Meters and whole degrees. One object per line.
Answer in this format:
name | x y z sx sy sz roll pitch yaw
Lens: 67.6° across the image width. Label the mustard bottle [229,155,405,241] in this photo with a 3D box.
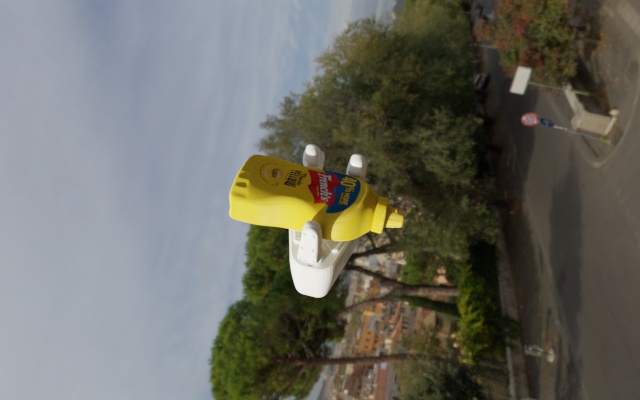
mustard bottle | 0.000 0.002 0.547 0.191 0.058 0.096 13 36 6
